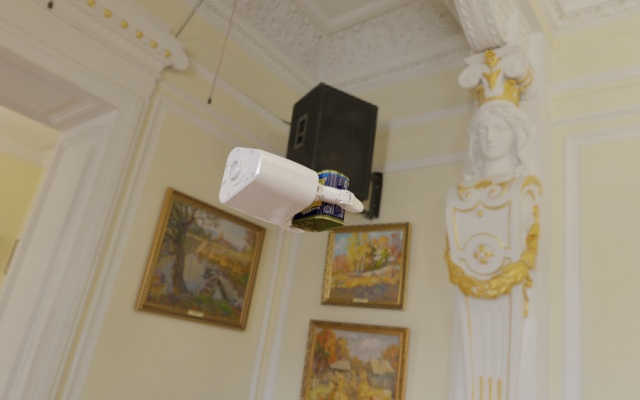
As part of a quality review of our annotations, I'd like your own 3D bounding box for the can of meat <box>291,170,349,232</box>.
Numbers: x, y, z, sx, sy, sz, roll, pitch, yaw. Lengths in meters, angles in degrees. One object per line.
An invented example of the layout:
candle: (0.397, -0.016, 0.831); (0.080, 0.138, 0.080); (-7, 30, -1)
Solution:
can of meat: (0.000, 0.002, 0.799); (0.057, 0.084, 0.102); (20, -21, -33)
